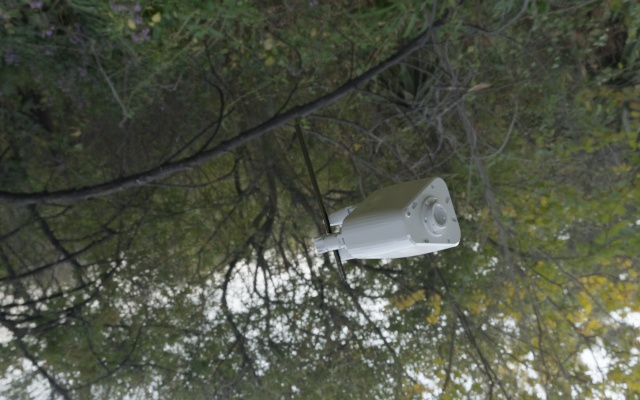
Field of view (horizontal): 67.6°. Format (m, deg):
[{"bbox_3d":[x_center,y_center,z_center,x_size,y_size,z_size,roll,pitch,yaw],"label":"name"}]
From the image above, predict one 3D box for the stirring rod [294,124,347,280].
[{"bbox_3d":[0.000,0.002,0.709,0.011,0.239,0.011,-17,0,0],"label":"stirring rod"}]
